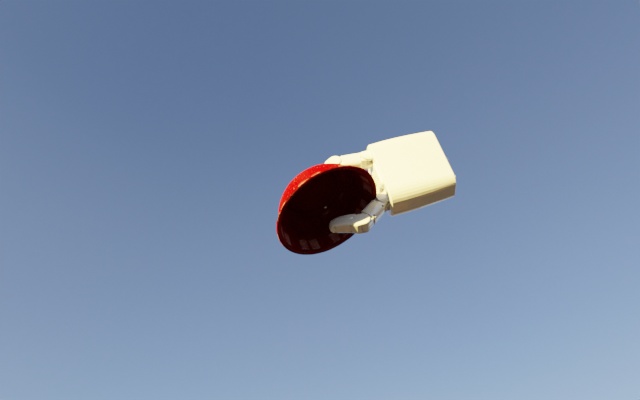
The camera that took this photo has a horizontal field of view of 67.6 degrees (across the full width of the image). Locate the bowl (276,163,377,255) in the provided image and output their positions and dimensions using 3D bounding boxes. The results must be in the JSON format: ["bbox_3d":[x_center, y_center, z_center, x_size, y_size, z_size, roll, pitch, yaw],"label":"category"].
[{"bbox_3d":[-0.001,0.002,0.697,0.162,0.162,0.055,0,37,-35],"label":"bowl"}]
